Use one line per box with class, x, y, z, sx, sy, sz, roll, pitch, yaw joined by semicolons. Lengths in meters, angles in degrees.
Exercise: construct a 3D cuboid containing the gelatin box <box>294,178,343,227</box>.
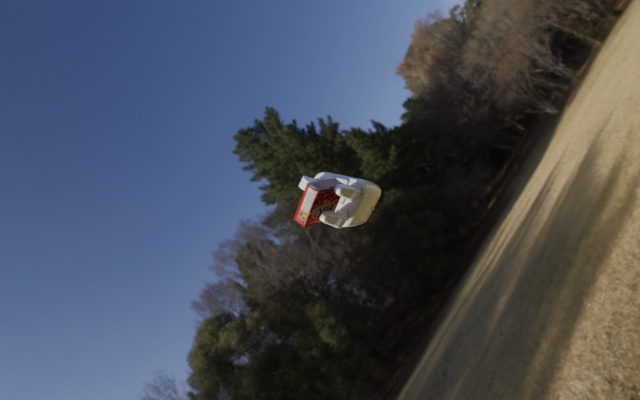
gelatin box;0.000;0.003;0.837;0.030;0.073;0.089;34;26;26
